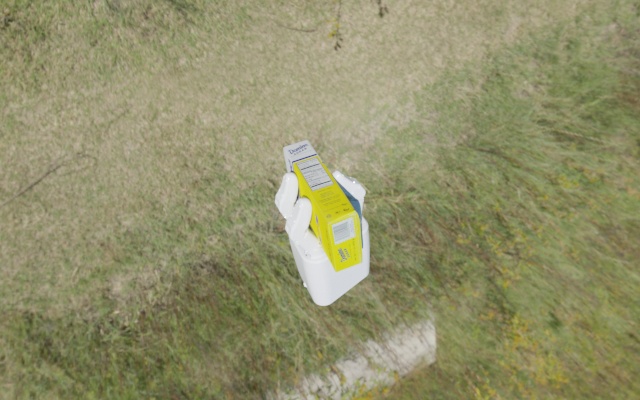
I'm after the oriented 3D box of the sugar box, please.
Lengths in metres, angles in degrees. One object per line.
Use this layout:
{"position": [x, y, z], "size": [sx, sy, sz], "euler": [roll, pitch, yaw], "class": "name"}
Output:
{"position": [0.000, 0.002, 0.648], "size": [0.048, 0.093, 0.176], "euler": [-21, 42, -13], "class": "sugar box"}
